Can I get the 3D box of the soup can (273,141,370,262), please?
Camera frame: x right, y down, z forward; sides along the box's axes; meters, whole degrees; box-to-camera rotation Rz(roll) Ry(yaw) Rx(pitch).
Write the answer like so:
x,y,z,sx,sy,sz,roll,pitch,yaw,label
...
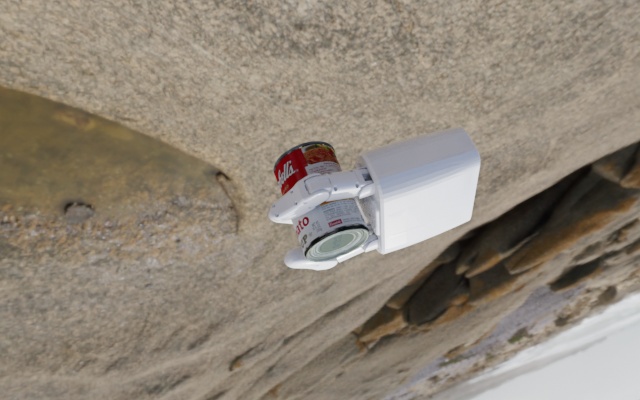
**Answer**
x,y,z,sx,sy,sz,roll,pitch,yaw,label
0.000,0.002,0.476,0.068,0.102,0.068,-17,-27,-9,soup can
